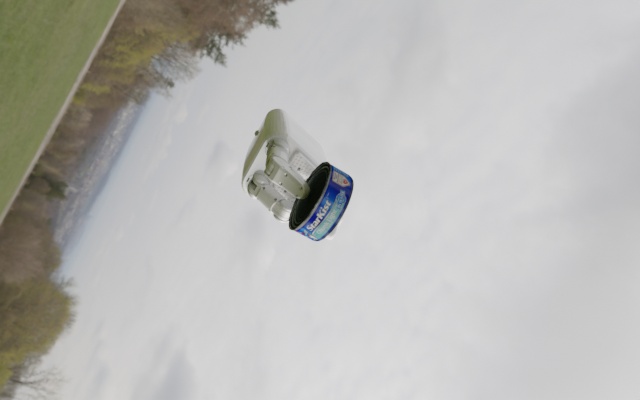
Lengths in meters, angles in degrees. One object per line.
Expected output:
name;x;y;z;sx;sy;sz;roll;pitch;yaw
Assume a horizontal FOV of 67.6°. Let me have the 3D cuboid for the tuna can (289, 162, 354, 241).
tuna can;0.001;0.002;0.533;0.034;0.086;0.086;29;-9;-17
